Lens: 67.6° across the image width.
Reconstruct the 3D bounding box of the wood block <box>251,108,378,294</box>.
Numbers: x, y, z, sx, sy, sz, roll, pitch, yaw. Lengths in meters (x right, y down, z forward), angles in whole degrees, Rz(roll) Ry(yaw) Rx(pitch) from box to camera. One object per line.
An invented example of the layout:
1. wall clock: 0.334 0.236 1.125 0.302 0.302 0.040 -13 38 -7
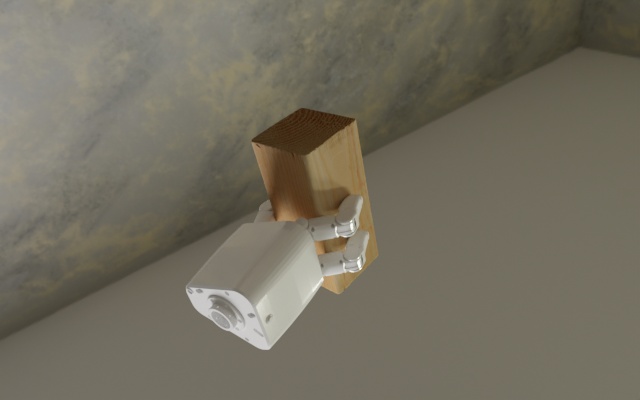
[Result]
1. wood block: 0.000 0.002 0.595 0.091 0.206 0.090 20 46 38
